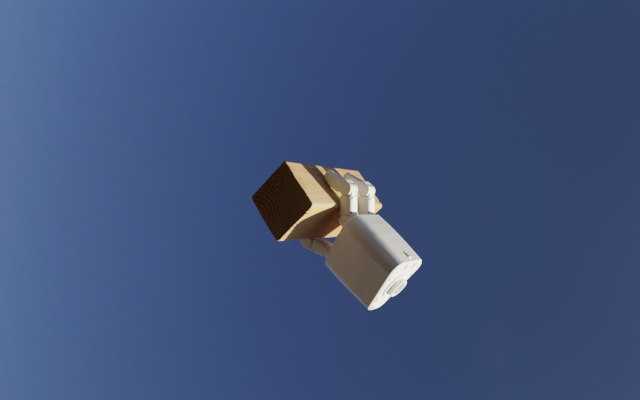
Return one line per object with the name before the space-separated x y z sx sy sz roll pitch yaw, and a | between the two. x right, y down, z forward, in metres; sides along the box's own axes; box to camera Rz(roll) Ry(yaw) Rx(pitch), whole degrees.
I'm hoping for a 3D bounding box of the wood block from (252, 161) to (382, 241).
wood block | 0.000 0.003 0.797 0.091 0.090 0.206 -45 -25 26
